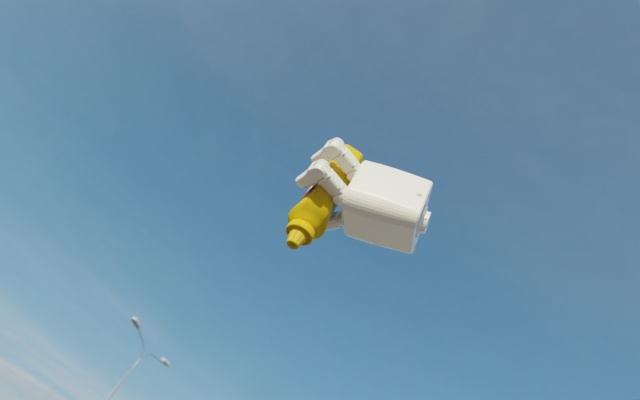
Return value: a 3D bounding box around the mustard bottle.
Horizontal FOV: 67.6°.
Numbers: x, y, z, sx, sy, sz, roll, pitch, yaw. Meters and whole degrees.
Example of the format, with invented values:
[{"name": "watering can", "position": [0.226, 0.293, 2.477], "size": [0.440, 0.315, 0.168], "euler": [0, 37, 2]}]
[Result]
[{"name": "mustard bottle", "position": [0.000, 0.002, 0.714], "size": [0.058, 0.191, 0.096], "euler": [34, -42, -2]}]
